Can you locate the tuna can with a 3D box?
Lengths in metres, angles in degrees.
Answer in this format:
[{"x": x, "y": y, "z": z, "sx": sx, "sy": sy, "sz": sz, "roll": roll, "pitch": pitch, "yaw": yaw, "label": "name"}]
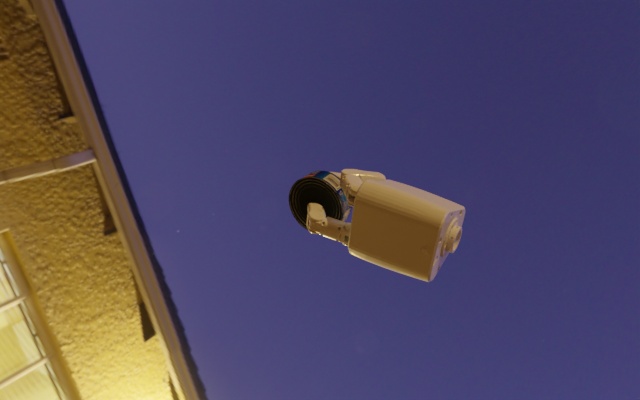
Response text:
[{"x": 0.000, "y": 0.002, "z": 0.669, "sx": 0.086, "sy": 0.086, "sz": 0.033, "roll": 0, "pitch": 22, "yaw": 32, "label": "tuna can"}]
